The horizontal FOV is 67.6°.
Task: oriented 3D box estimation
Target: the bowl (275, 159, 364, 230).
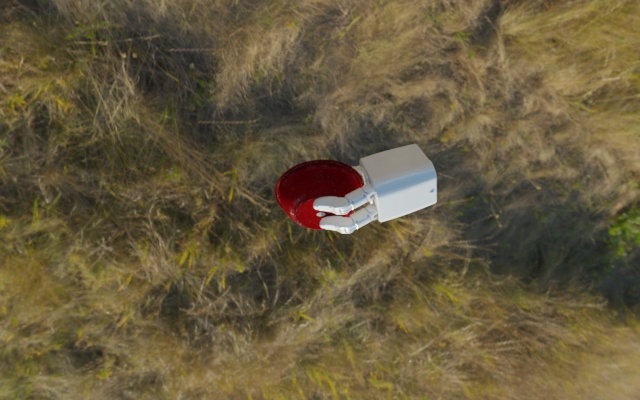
[{"bbox_3d":[-0.001,0.004,0.841,0.162,0.055,0.162,-3,-40,-3],"label":"bowl"}]
